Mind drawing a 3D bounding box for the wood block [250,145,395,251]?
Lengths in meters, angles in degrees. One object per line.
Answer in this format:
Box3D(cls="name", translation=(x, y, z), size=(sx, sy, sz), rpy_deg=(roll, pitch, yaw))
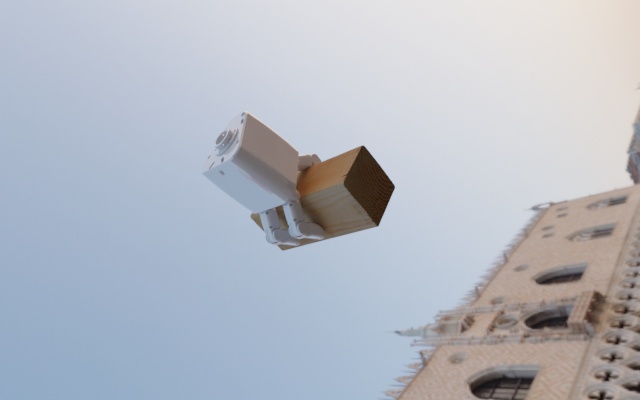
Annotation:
Box3D(cls="wood block", translation=(0.000, 0.002, 0.749), size=(0.206, 0.090, 0.090), rpy_deg=(-18, 32, 42))
